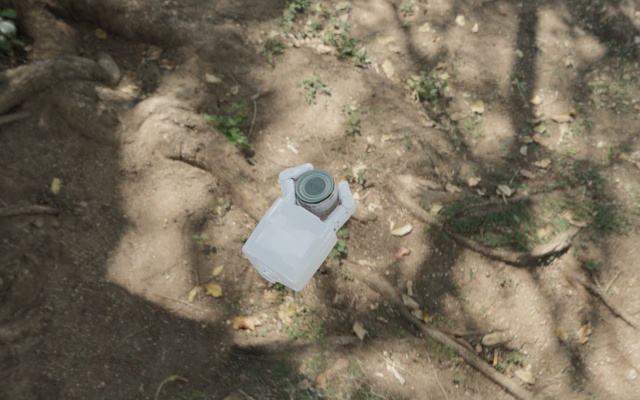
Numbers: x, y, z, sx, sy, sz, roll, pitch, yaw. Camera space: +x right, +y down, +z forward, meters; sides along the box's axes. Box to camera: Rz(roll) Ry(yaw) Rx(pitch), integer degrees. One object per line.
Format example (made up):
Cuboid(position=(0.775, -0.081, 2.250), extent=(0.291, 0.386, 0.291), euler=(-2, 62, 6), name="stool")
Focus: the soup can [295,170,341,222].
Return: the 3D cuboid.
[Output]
Cuboid(position=(0.000, 0.002, 0.814), extent=(0.068, 0.068, 0.102), euler=(0, -32, 14), name="soup can")
